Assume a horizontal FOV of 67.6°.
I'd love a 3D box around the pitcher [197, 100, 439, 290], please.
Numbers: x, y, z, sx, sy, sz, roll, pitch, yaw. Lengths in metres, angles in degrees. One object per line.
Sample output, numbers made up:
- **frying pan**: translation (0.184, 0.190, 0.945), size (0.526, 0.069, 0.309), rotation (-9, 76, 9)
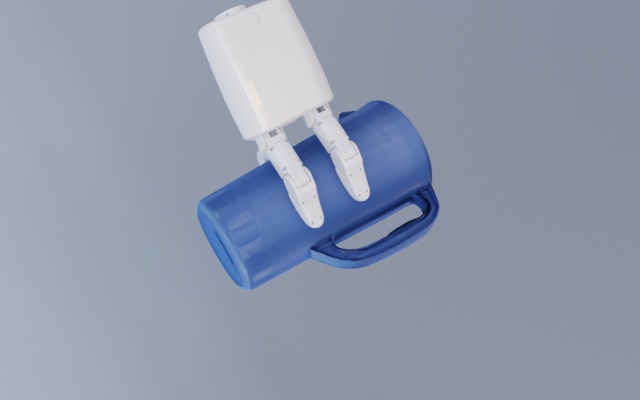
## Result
- **pitcher**: translation (0.000, 0.002, 0.527), size (0.243, 0.145, 0.149), rotation (-30, 17, -20)
